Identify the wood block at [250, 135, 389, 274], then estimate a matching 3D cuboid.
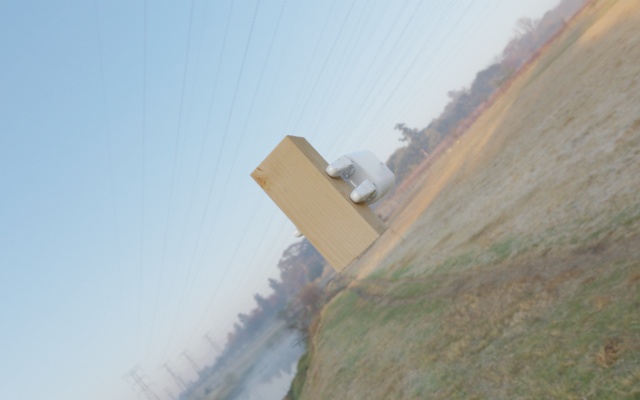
[{"bbox_3d":[0.000,0.003,0.759,0.091,0.206,0.090,-45,-8,15],"label":"wood block"}]
